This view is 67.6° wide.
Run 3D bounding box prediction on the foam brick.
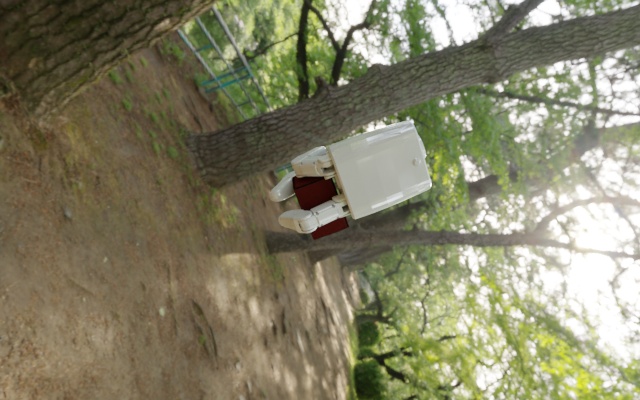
[{"bbox_3d":[0.000,0.002,0.627,0.051,0.078,0.053,-20,22,2],"label":"foam brick"}]
